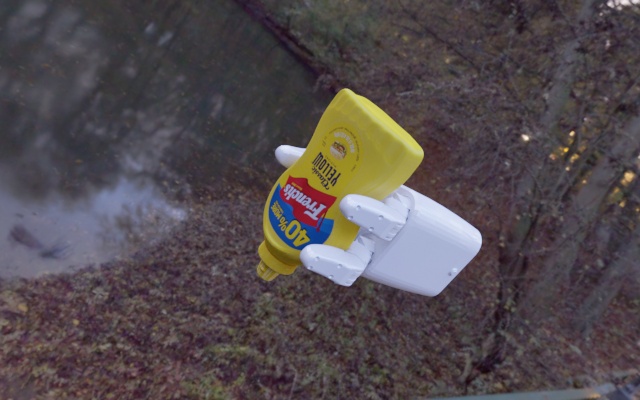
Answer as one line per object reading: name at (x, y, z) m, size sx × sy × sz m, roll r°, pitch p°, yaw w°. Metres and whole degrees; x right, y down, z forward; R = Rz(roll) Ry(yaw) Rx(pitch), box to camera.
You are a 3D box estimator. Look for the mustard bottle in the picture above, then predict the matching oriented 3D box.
mustard bottle at (0.000, 0.001, 0.436) m, size 0.058 × 0.192 × 0.096 m, roll 9°, pitch 34°, yaw -53°
